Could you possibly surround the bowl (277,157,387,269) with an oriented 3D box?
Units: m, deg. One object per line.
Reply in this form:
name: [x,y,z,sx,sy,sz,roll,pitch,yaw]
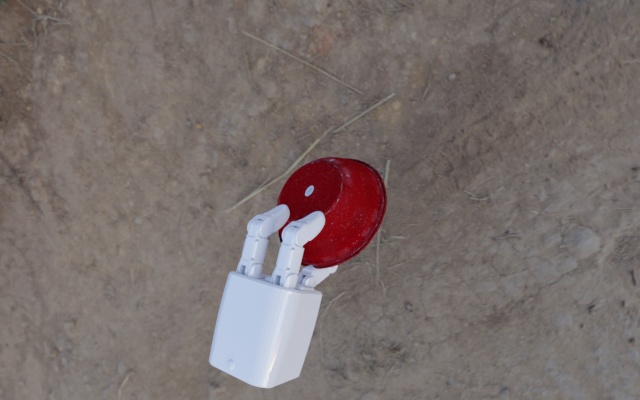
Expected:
bowl: [0.000,0.001,0.609,0.162,0.162,0.055,0,-28,34]
